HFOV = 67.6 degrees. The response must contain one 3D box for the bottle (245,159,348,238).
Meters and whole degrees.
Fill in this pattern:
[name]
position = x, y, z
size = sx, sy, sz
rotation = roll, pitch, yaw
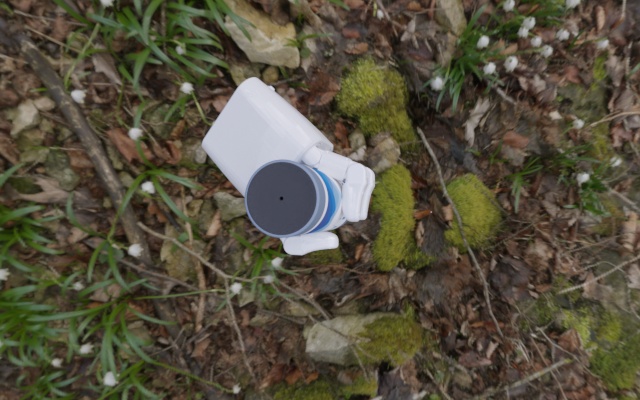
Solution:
[bottle]
position = 0.000, 0.002, 0.544
size = 0.069, 0.069, 0.296
rotation = 0, -1, 13
